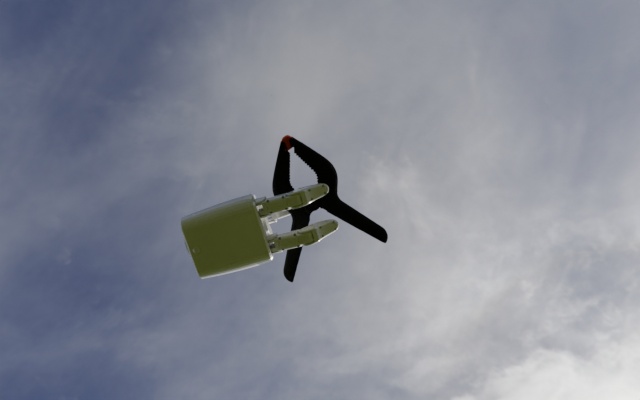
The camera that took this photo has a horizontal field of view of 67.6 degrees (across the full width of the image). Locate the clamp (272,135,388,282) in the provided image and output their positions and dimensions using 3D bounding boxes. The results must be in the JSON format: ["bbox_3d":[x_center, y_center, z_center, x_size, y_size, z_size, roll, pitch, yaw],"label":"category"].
[{"bbox_3d":[0.000,0.002,0.691,0.164,0.210,0.036,-17,14,-2],"label":"clamp"}]
